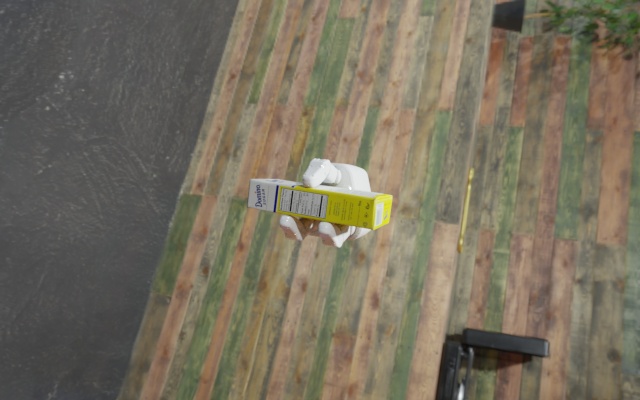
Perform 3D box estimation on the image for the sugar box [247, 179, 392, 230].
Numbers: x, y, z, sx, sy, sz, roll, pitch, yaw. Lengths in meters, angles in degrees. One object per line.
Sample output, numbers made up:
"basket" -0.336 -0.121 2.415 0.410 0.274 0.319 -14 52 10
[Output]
"sugar box" 0.000 0.003 0.646 0.176 0.048 0.093 7 5 20
